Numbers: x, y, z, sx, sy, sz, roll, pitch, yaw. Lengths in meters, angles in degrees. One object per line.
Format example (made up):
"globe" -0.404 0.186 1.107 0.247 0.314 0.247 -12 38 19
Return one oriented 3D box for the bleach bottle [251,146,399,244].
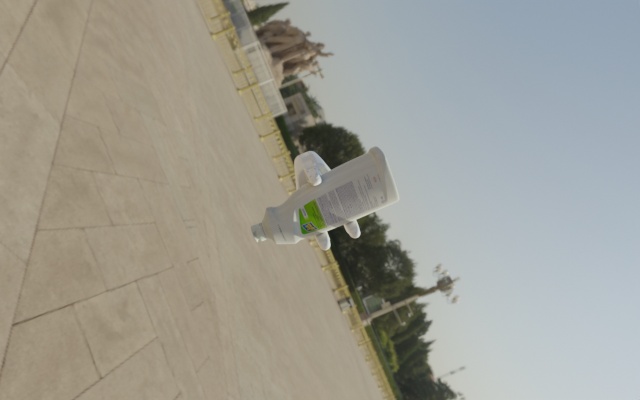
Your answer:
"bleach bottle" 0.000 0.003 0.808 0.251 0.103 0.068 -22 22 0
